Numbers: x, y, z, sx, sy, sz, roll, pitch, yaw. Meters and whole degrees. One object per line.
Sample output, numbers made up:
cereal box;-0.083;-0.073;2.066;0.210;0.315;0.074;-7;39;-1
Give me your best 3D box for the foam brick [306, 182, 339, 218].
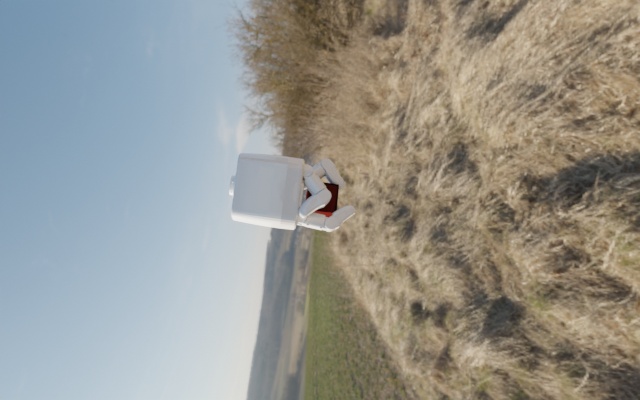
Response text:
foam brick;0.000;0.003;0.831;0.051;0.053;0.078;7;-16;-4
